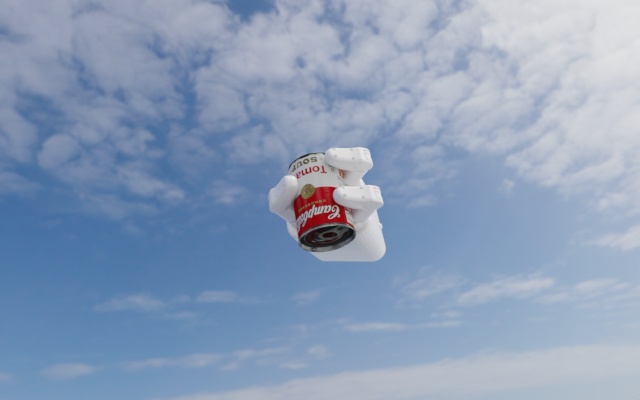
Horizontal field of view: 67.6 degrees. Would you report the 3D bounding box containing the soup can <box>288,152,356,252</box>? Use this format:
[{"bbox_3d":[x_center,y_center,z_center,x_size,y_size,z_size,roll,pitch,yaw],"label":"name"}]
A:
[{"bbox_3d":[0.000,0.001,0.574,0.068,0.102,0.068,-8,-30,-5],"label":"soup can"}]
